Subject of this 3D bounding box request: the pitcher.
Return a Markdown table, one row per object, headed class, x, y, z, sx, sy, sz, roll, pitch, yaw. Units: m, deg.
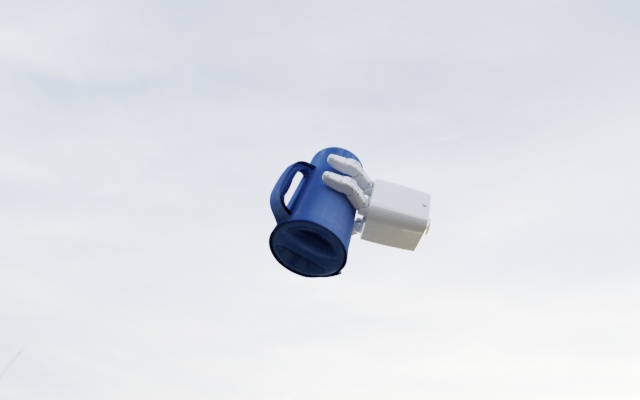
| class | x | y | z | sx | sy | sz | roll | pitch | yaw |
| --- | --- | --- | --- | --- | --- | --- | --- | --- | --- |
| pitcher | 0.000 | 0.003 | 0.854 | 0.145 | 0.149 | 0.242 | 15 | 42 | 5 |
